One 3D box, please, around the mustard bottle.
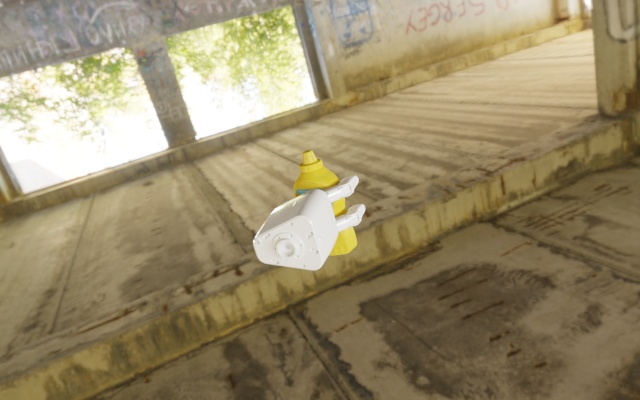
[{"bbox_3d":[0.000,0.003,0.860,0.096,0.192,0.058,0,24,39],"label":"mustard bottle"}]
